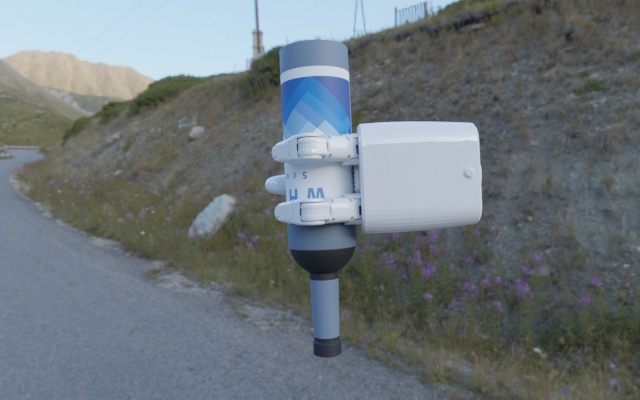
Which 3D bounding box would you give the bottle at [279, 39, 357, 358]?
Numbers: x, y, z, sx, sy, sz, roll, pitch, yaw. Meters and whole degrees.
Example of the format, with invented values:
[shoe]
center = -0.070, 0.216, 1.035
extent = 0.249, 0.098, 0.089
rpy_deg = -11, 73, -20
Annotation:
[bottle]
center = 0.000, 0.001, 0.464
extent = 0.069, 0.295, 0.069
rpy_deg = -3, 0, 0
